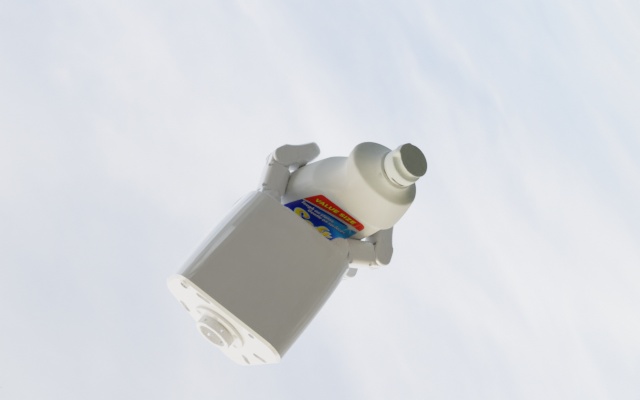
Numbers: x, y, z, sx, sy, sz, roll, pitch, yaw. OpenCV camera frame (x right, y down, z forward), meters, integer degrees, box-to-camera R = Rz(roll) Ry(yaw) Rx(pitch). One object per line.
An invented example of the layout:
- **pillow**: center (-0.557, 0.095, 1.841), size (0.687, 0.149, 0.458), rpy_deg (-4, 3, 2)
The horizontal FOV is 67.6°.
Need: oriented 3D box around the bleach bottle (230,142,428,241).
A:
- **bleach bottle**: center (0.000, 0.002, 0.466), size (0.251, 0.102, 0.068), rpy_deg (-30, 16, 52)
